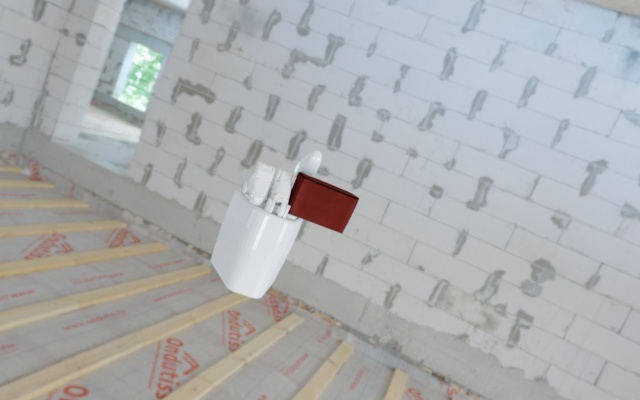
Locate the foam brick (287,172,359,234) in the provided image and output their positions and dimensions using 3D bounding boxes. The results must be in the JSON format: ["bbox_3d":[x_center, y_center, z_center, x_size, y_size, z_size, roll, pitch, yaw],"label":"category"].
[{"bbox_3d":[0.000,0.002,0.618,0.078,0.051,0.053,21,5,-14],"label":"foam brick"}]
